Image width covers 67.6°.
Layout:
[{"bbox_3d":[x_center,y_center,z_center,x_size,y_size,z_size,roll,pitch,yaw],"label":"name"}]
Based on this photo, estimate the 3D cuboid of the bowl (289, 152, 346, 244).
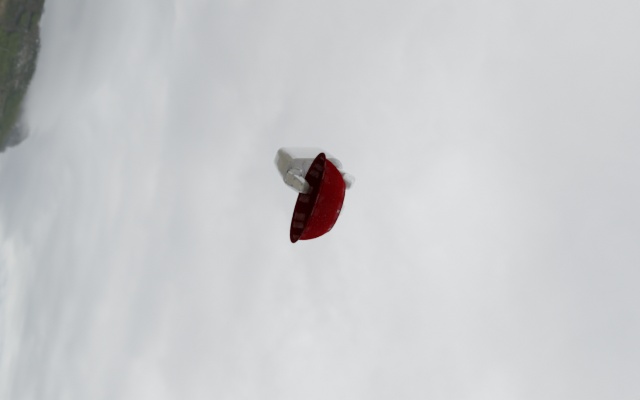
[{"bbox_3d":[0.001,0.003,0.809,0.055,0.162,0.162,19,-4,-12],"label":"bowl"}]
